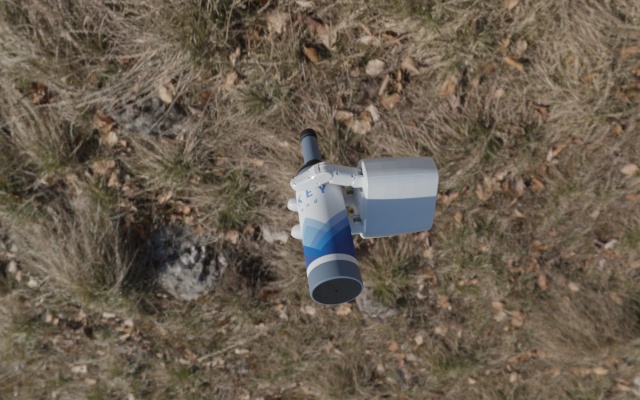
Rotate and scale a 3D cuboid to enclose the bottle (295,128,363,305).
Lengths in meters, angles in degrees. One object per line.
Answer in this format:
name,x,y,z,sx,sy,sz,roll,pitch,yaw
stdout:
bottle,0.000,0.002,0.681,0.069,0.295,0.069,-6,-41,-5
